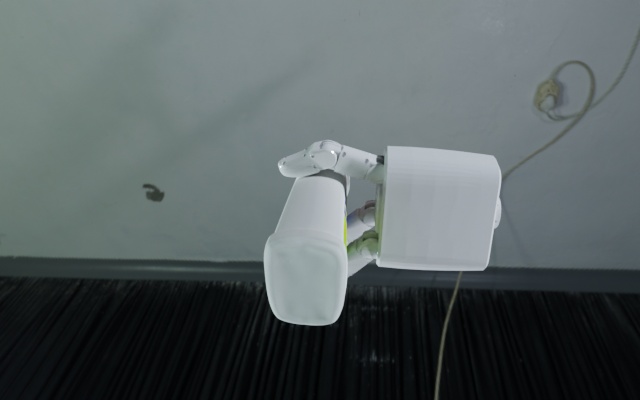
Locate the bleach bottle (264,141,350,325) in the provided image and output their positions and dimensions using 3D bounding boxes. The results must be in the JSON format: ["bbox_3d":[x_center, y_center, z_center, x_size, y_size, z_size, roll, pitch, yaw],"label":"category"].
[{"bbox_3d":[0.000,0.002,0.492,0.068,0.103,0.250,4,35,5],"label":"bleach bottle"}]
